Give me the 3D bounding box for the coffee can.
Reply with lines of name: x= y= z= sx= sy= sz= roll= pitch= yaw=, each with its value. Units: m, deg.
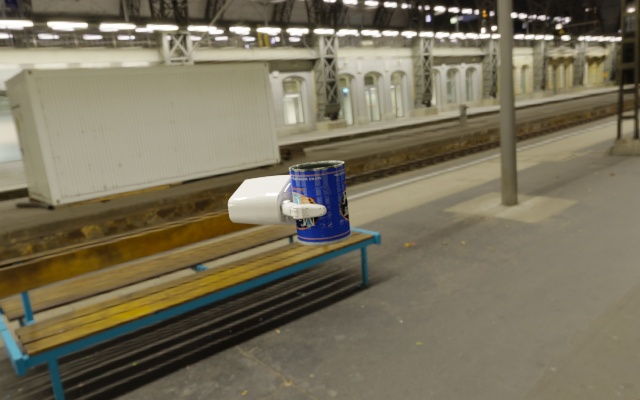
coffee can: x=0.000 y=0.003 z=0.888 sx=0.103 sy=0.140 sz=0.103 roll=-6 pitch=11 yaw=1
